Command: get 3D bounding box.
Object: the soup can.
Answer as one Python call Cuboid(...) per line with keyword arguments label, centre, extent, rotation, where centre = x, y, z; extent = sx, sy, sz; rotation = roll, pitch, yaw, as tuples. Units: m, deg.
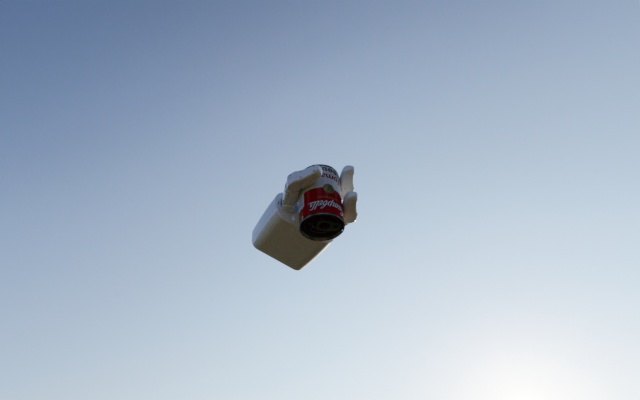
Cuboid(label="soup can", centre=(0.000, 0.002, 0.739), extent=(0.068, 0.102, 0.069), rotation=(-2, -40, -2))
